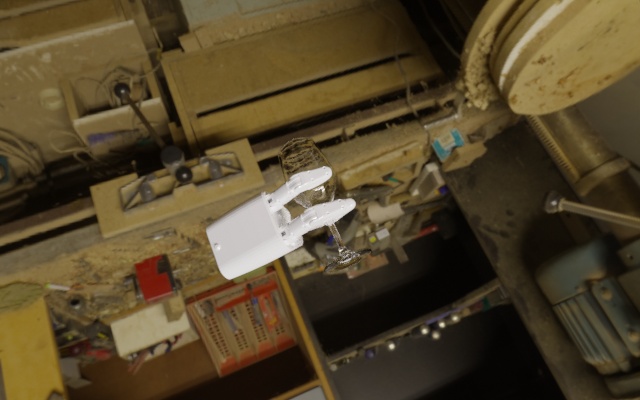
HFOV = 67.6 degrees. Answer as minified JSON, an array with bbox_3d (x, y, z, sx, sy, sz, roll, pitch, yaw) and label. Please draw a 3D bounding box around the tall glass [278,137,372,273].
[{"bbox_3d":[0.001,0.003,0.716,0.079,0.201,0.079,-21,-21,-8],"label":"tall glass"}]
